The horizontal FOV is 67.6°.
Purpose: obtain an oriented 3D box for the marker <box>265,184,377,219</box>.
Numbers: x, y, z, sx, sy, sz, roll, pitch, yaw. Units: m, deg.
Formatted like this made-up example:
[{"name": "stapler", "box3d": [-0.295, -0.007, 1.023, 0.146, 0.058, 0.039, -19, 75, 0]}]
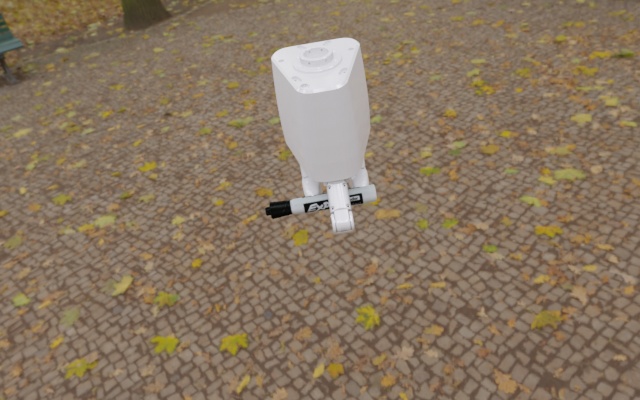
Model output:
[{"name": "marker", "box3d": [0.000, 0.002, 0.519, 0.121, 0.020, 0.020, -10, 0, 1]}]
